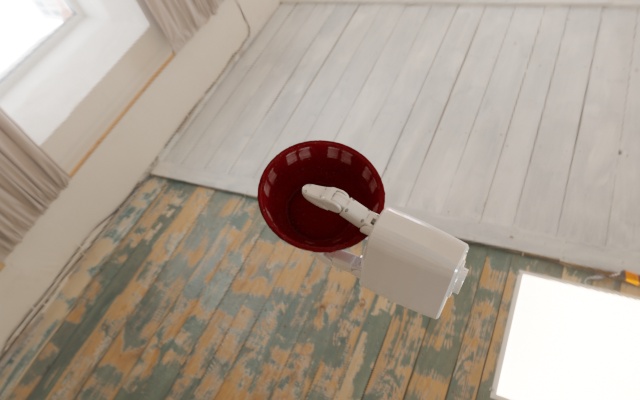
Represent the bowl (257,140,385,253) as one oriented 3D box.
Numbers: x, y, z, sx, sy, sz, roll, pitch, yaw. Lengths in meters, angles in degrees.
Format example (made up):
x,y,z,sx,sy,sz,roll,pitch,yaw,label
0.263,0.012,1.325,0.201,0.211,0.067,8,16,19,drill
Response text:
x,y,z,sx,sy,sz,roll,pitch,yaw,label
-0.001,0.001,0.624,0.162,0.162,0.055,0,-28,-4,bowl
